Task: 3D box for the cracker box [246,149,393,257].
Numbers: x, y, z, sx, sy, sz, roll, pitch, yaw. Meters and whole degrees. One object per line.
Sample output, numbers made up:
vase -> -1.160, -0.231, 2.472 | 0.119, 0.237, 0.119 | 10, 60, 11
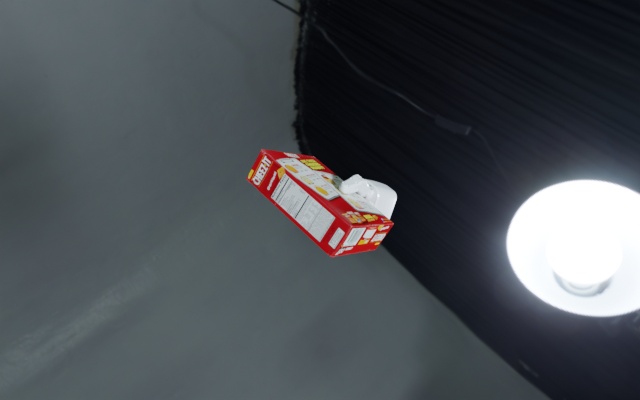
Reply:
cracker box -> 0.000, 0.003, 0.825 | 0.213, 0.072, 0.164 | 40, 19, 25
